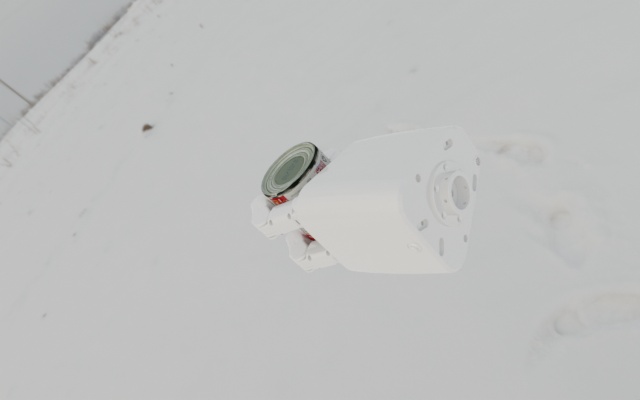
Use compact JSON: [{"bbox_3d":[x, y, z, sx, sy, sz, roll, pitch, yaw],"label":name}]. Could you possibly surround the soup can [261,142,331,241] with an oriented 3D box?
[{"bbox_3d":[0.000,0.001,0.463,0.068,0.068,0.102,0,-39,51],"label":"soup can"}]
